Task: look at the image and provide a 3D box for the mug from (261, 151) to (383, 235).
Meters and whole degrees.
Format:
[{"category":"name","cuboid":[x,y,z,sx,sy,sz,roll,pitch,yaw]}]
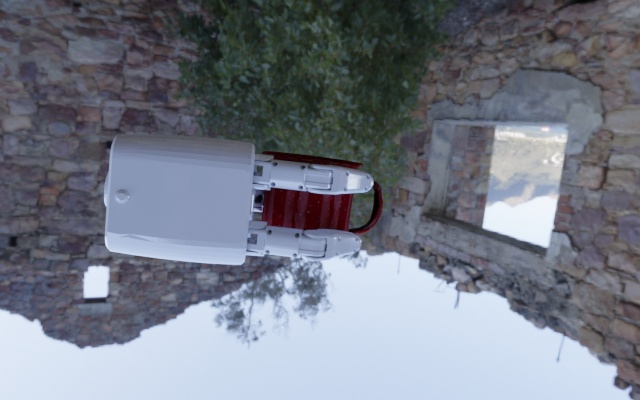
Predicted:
[{"category":"mug","cuboid":[0.001,0.002,0.446,0.117,0.081,0.093,6,7,-9]}]
